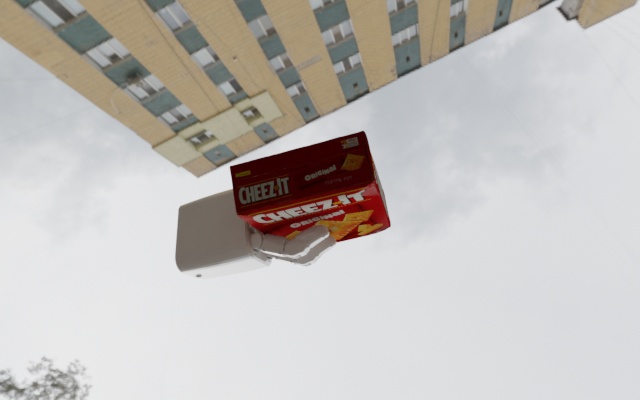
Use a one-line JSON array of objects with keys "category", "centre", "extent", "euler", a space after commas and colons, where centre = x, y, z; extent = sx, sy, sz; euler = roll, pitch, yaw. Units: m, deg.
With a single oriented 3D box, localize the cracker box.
[{"category": "cracker box", "centre": [0.000, 0.002, 0.628], "extent": [0.164, 0.072, 0.214], "euler": [-14, -19, 9]}]
